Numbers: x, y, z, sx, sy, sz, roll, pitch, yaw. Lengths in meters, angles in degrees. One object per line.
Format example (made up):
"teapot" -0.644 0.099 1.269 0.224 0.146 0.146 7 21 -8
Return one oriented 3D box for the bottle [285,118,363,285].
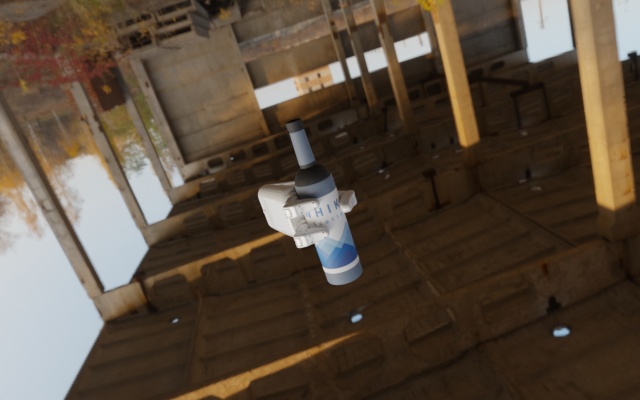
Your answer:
"bottle" 0.000 0.003 0.821 0.069 0.296 0.069 -17 18 6
